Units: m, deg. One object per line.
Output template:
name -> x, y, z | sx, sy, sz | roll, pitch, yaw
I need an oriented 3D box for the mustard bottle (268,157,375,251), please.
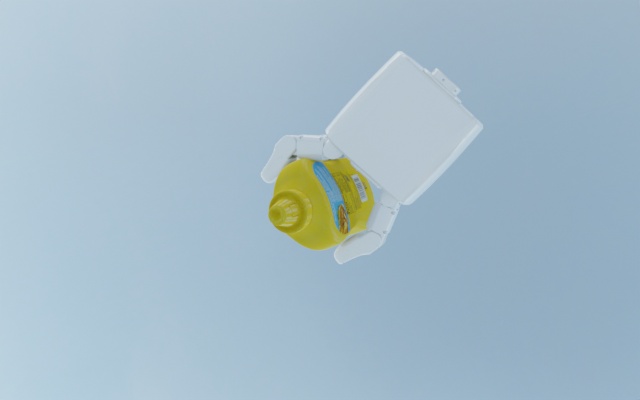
mustard bottle -> 0.000, 0.002, 0.504 | 0.058, 0.096, 0.191 | -22, -2, 24
